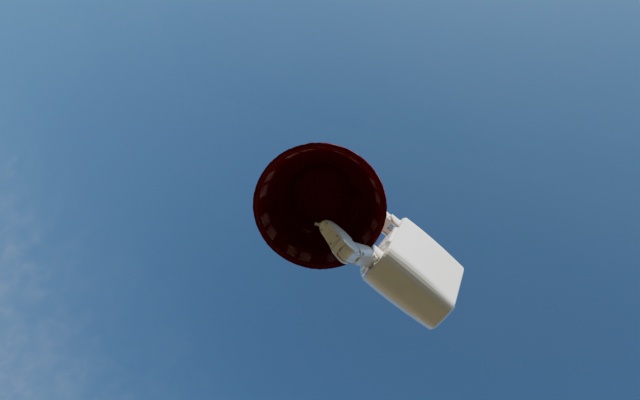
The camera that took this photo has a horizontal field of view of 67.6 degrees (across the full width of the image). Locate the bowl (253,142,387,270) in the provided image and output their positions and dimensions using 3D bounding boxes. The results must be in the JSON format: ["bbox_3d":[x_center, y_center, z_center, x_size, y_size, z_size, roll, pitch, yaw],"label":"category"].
[{"bbox_3d":[-0.001,0.001,0.595,0.162,0.162,0.055,0,20,4],"label":"bowl"}]
